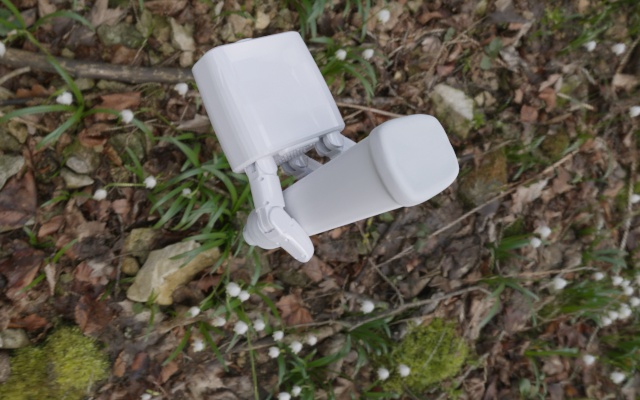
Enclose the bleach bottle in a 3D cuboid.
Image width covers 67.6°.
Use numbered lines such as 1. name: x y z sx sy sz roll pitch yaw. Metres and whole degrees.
1. bleach bottle: 0.000 0.002 0.459 0.251 0.068 0.102 -25 -2 43
